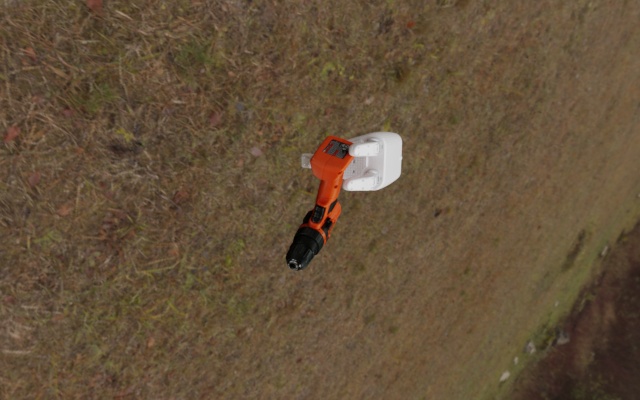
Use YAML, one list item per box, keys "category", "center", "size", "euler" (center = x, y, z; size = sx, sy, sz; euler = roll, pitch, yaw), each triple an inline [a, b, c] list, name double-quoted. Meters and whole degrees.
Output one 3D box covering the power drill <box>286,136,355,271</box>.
- category: "power drill"
  center: [0.000, 0.002, 0.780]
  size: [0.057, 0.188, 0.184]
  euler: [21, 38, 7]
